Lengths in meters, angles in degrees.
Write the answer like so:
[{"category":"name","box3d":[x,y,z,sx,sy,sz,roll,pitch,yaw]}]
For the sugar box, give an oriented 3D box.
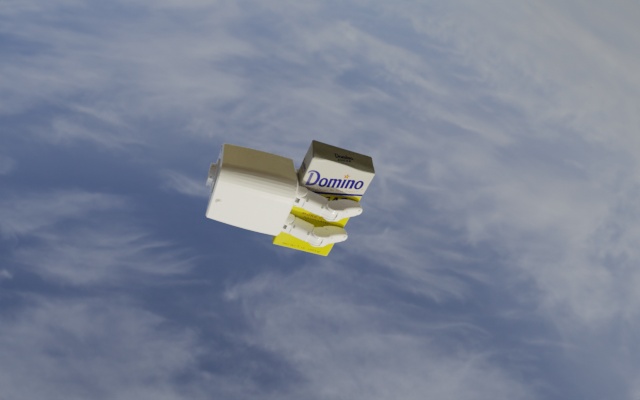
[{"category":"sugar box","box3d":[0.000,0.003,0.698,0.093,0.048,0.176,14,-48,-16]}]
